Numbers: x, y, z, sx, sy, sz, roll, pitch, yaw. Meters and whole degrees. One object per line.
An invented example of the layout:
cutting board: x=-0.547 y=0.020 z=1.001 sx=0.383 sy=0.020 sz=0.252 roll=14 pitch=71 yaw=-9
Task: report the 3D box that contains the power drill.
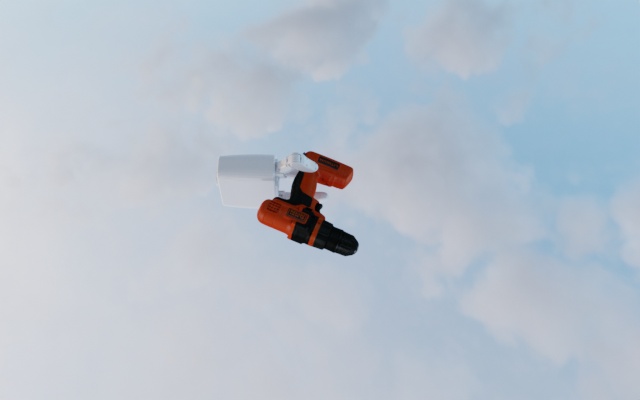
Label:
power drill: x=0.000 y=0.002 z=0.867 sx=0.184 sy=0.187 sz=0.057 roll=23 pitch=-43 yaw=1
